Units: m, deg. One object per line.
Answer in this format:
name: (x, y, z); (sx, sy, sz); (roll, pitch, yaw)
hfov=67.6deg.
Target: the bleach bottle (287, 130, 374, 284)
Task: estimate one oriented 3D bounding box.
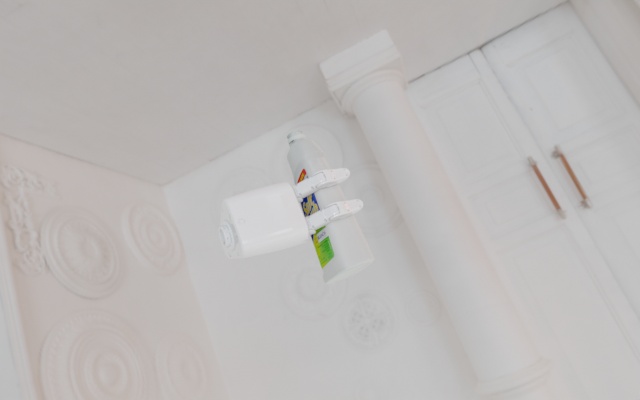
bleach bottle: (0.000, 0.003, 0.781); (0.068, 0.250, 0.103); (-15, -18, -26)
